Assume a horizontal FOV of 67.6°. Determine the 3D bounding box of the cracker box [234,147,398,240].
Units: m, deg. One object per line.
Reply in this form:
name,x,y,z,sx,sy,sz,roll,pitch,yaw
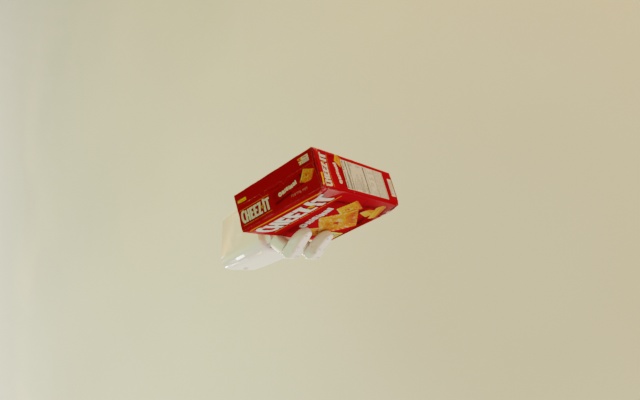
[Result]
cracker box,0.000,0.002,0.757,0.164,0.072,0.214,-29,-24,31
